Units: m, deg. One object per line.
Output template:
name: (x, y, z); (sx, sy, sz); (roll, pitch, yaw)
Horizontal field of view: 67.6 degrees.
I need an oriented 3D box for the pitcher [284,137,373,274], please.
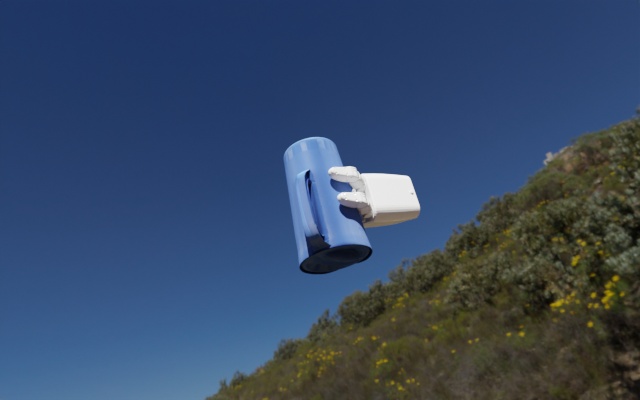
pitcher: (0.000, 0.003, 0.885); (0.145, 0.242, 0.149); (-2, -28, -24)
